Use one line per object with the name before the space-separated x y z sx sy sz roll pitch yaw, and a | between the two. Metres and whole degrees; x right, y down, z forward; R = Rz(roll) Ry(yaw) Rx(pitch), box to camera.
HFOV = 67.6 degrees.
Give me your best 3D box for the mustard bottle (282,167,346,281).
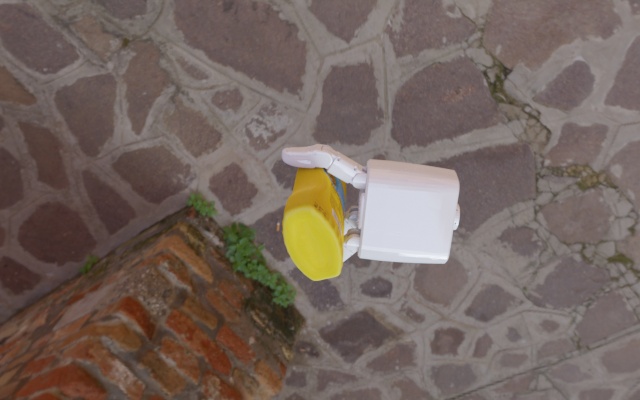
mustard bottle | 0.000 0.002 0.576 0.058 0.096 0.191 -16 26 14
